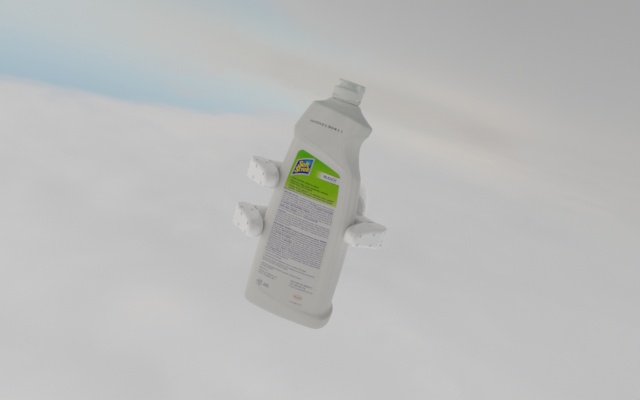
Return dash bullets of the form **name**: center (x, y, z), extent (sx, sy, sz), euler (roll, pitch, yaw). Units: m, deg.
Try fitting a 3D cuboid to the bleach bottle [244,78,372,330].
- **bleach bottle**: center (0.000, 0.002, 0.501), extent (0.102, 0.251, 0.068), euler (20, 13, 7)
